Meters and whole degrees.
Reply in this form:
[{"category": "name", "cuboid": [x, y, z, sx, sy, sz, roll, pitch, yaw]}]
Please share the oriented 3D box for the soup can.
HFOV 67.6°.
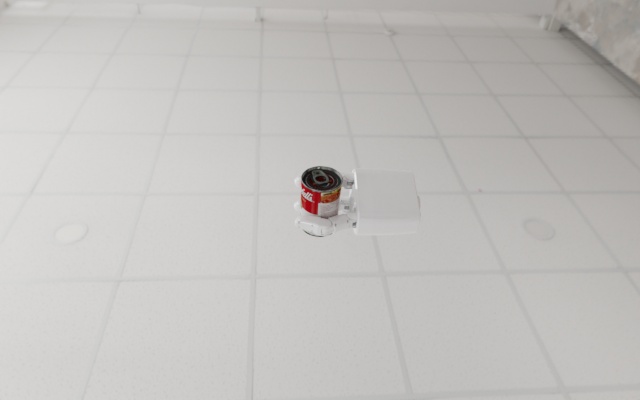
[{"category": "soup can", "cuboid": [0.000, 0.003, 0.801, 0.068, 0.102, 0.068, 2, 40, -2]}]
